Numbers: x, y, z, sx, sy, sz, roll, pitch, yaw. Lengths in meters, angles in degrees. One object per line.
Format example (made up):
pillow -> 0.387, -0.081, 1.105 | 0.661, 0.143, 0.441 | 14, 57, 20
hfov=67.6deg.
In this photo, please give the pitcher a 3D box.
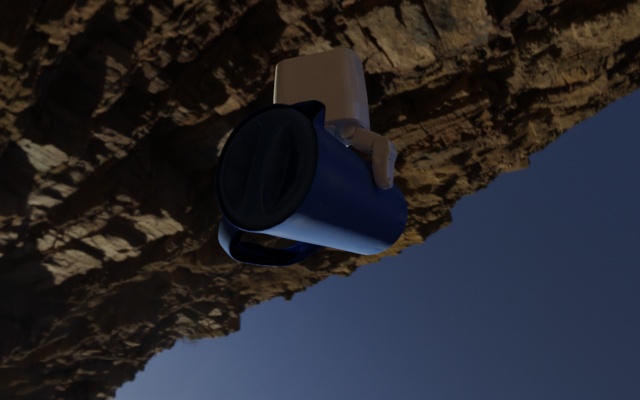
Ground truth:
pitcher -> 0.000, 0.002, 0.562 | 0.149, 0.145, 0.243 | -15, -23, 31
